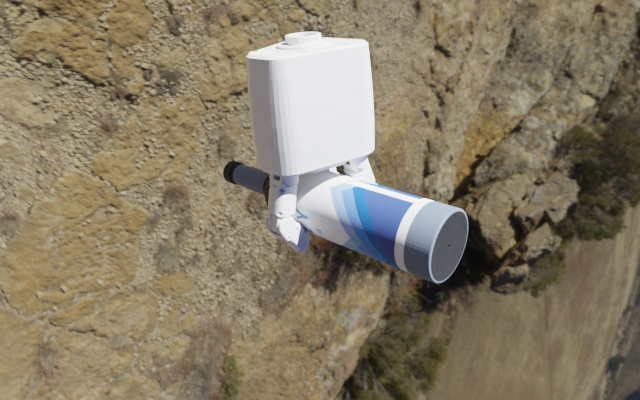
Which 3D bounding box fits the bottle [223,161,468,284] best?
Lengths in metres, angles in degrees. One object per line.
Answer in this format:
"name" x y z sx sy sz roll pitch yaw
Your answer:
"bottle" 0.000 0.002 0.493 0.295 0.069 0.069 19 12 39
